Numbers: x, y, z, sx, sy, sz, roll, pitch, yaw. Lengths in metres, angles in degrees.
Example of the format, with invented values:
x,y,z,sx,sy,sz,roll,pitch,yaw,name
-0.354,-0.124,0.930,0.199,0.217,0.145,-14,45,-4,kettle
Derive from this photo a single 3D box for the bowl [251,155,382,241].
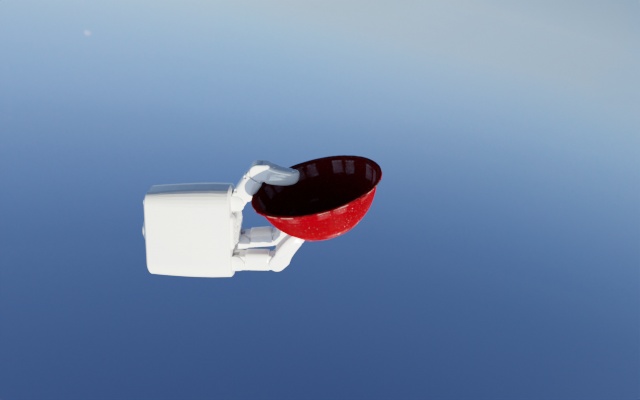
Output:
x,y,z,sx,sy,sz,roll,pitch,yaw,name
0.001,0.002,0.584,0.162,0.055,0.162,-12,26,6,bowl
